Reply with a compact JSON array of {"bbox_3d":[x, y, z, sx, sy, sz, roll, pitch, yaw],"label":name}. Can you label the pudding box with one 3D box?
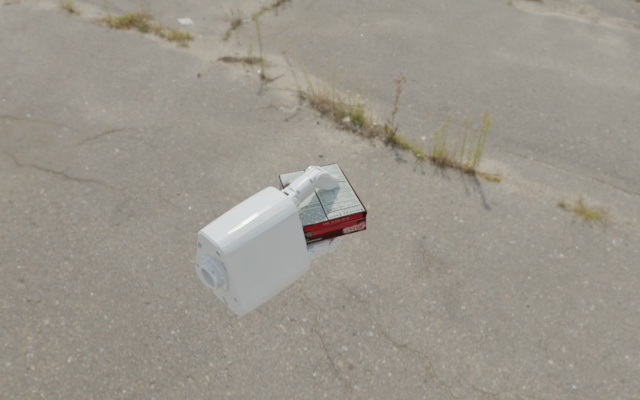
[{"bbox_3d":[0.000,0.002,0.630,0.090,0.039,0.113,-12,44,-13],"label":"pudding box"}]
